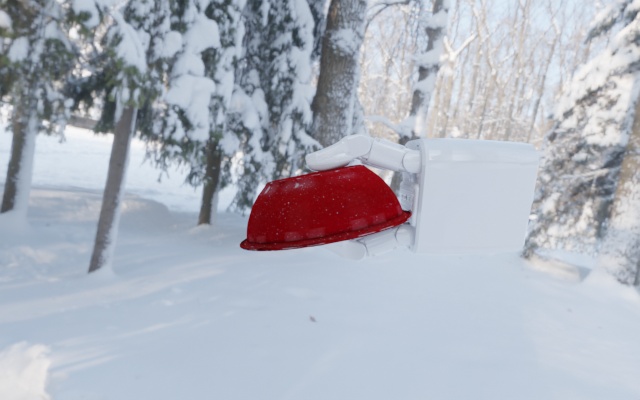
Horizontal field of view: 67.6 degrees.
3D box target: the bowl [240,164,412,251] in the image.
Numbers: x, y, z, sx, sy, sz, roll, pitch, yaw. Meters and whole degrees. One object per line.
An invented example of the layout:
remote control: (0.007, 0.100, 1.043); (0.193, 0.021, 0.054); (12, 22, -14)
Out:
bowl: (-0.001, 0.001, 0.443); (0.162, 0.055, 0.162); (-11, 5, 1)
